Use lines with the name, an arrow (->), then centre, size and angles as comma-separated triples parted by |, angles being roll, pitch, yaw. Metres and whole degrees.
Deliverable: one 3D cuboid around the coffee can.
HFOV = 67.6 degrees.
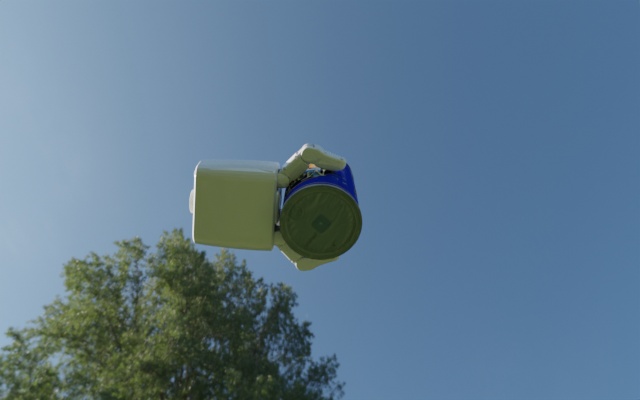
coffee can -> 0.000, 0.002, 0.651 | 0.103, 0.103, 0.140 | 0, 23, 0
